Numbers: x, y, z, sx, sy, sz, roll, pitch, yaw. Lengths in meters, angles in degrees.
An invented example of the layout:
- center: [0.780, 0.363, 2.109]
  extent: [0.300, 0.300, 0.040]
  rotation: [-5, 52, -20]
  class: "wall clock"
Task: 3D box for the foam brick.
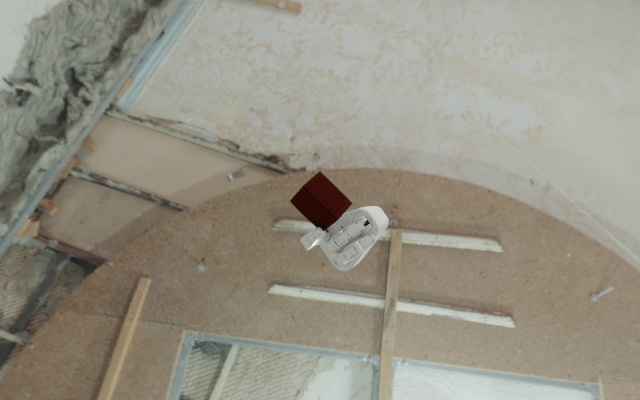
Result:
- center: [0.000, 0.002, 0.780]
  extent: [0.051, 0.078, 0.053]
  rotation: [-47, 4, -38]
  class: "foam brick"
